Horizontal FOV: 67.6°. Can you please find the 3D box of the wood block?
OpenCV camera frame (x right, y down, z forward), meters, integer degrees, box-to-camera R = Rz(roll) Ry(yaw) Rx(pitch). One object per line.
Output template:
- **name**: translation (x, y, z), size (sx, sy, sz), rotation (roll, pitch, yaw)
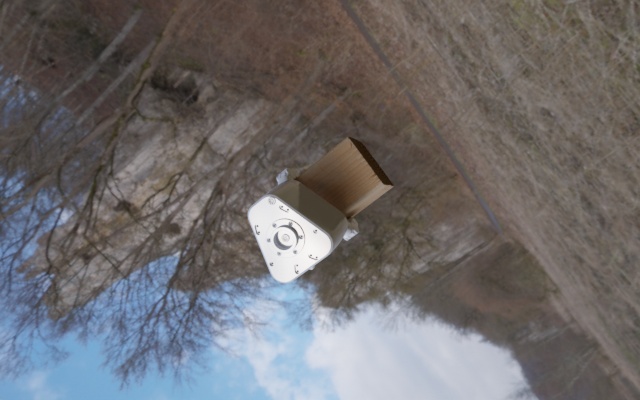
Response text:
- **wood block**: translation (0.000, 0.002, 0.747), size (0.206, 0.091, 0.090), rotation (-37, -11, 15)
